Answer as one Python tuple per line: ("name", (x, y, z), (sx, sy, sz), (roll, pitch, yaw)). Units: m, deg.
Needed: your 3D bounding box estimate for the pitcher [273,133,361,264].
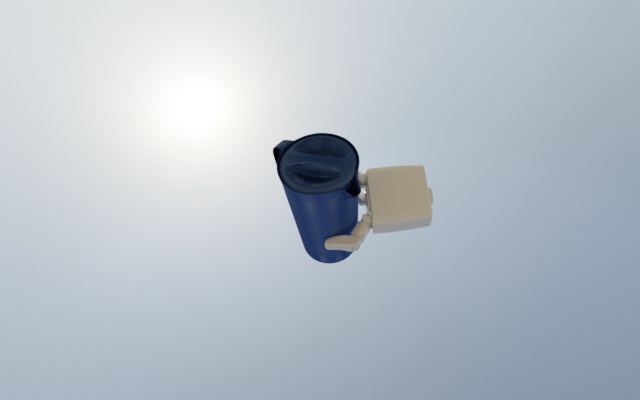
("pitcher", (0.000, 0.003, 0.852), (0.145, 0.149, 0.243), (-6, -38, 2))
